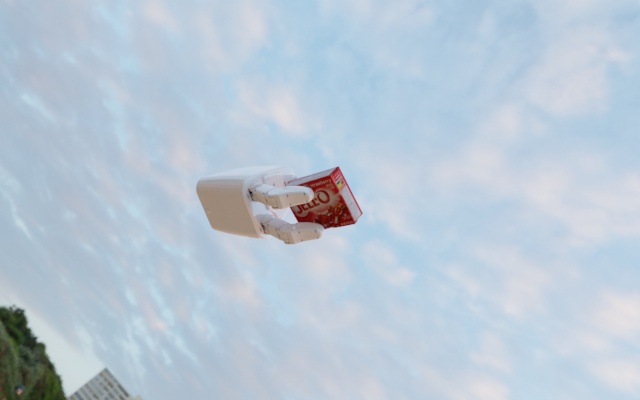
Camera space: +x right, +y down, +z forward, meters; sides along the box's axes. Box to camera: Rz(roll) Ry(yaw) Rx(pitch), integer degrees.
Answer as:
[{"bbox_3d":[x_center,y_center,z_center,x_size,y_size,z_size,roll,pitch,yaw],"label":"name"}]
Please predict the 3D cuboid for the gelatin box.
[{"bbox_3d":[0.001,0.002,0.626,0.089,0.073,0.030,-14,22,37],"label":"gelatin box"}]
